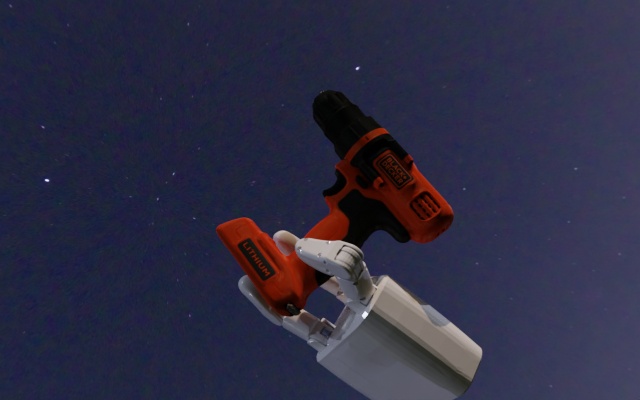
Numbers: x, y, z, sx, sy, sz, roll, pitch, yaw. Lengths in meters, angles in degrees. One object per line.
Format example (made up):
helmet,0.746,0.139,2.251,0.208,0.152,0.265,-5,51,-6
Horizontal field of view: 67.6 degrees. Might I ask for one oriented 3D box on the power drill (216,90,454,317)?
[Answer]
power drill,0.000,0.002,0.448,0.187,0.184,0.057,-37,-21,-5
